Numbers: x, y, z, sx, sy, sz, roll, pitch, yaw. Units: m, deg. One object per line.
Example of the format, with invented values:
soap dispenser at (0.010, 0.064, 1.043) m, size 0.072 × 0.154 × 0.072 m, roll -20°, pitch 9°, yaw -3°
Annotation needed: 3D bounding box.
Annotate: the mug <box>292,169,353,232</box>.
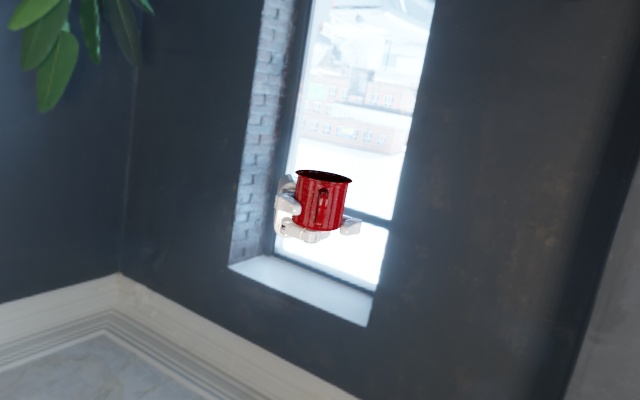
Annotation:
mug at (0.000, 0.003, 0.748) m, size 0.093 × 0.081 × 0.117 m, roll 8°, pitch 13°, yaw -7°
